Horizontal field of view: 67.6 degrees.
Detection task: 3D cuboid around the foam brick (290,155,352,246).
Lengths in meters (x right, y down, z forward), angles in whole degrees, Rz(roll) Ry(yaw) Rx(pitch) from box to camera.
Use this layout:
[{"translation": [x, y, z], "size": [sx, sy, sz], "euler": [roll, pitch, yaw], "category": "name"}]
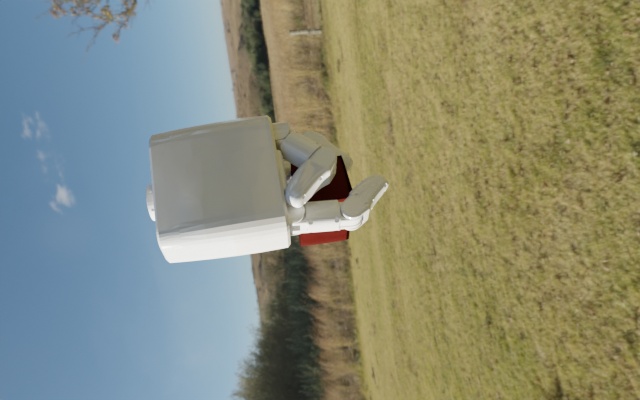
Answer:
[{"translation": [0.000, 0.002, 0.469], "size": [0.051, 0.053, 0.078], "euler": [-9, -35, -8], "category": "foam brick"}]
